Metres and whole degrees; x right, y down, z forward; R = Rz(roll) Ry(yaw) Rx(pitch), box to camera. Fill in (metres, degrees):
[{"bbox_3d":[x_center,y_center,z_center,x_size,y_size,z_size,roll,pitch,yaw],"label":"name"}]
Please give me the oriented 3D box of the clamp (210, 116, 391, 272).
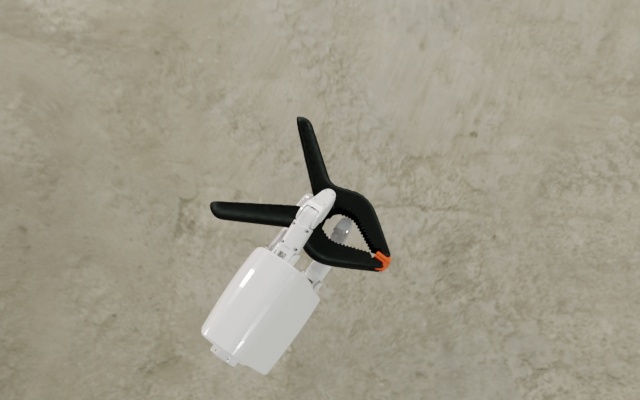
[{"bbox_3d":[0.000,0.002,0.557,0.210,0.164,0.036,32,-17,12],"label":"clamp"}]
